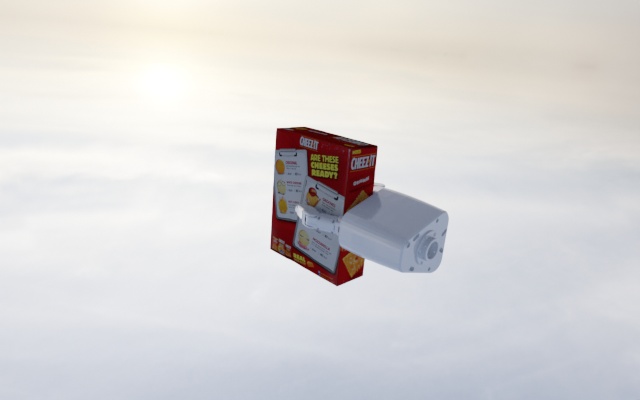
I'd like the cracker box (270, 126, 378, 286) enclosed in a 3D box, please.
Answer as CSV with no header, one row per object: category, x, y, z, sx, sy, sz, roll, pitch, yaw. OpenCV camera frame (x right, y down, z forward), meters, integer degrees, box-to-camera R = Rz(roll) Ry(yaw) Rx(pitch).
cracker box,0.000,0.003,0.754,0.072,0.214,0.164,-13,25,-43
